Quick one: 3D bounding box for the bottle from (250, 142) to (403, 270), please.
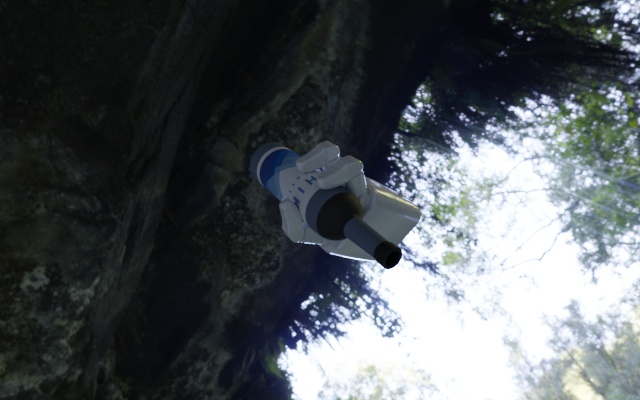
[{"bbox_3d":[0.000,0.002,0.615,0.069,0.069,0.295,0,24,-35],"label":"bottle"}]
